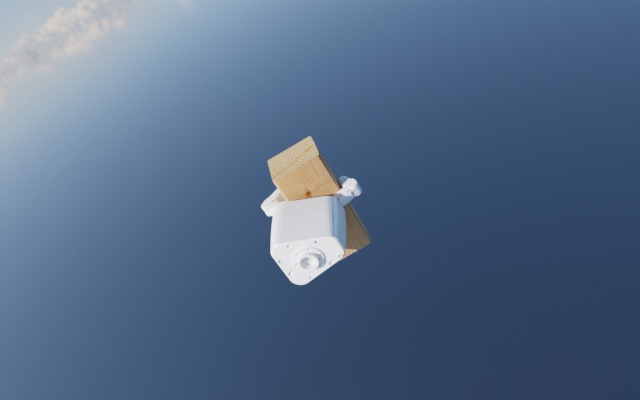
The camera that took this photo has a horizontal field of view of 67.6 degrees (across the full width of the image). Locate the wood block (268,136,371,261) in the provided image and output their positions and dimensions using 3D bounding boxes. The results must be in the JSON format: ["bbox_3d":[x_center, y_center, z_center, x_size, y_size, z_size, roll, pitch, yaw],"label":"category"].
[{"bbox_3d":[0.000,0.003,0.859,0.091,0.206,0.090,-29,30,4],"label":"wood block"}]
